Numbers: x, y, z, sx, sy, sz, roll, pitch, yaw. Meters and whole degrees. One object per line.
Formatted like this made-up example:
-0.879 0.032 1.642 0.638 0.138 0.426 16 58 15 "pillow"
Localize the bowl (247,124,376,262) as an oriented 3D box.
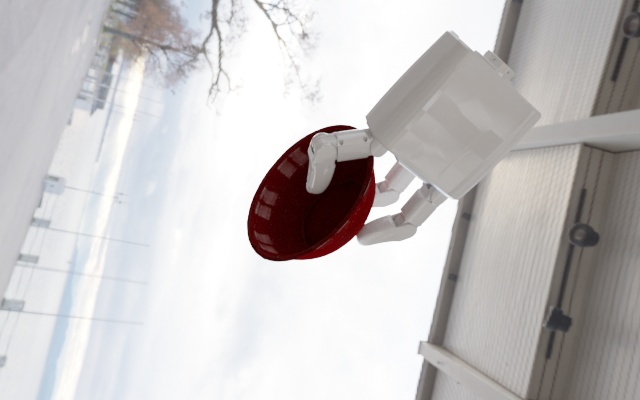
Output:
-0.001 0.002 0.494 0.162 0.162 0.055 0 -32 45 "bowl"
